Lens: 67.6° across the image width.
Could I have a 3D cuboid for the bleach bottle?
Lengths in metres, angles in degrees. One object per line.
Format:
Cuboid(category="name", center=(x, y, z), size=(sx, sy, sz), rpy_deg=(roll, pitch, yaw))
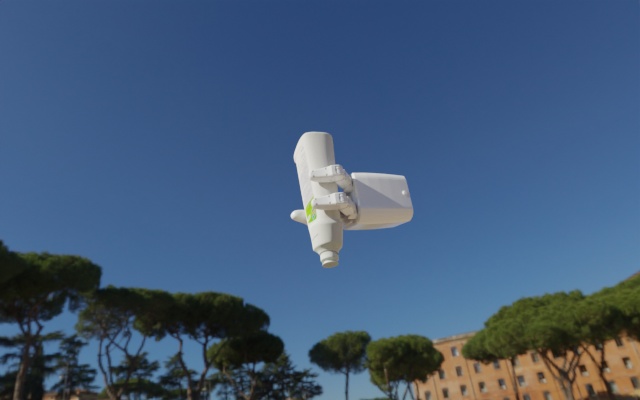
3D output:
Cuboid(category="bleach bottle", center=(0.000, 0.003, 0.871), size=(0.068, 0.250, 0.103), rpy_deg=(0, -28, -15))
